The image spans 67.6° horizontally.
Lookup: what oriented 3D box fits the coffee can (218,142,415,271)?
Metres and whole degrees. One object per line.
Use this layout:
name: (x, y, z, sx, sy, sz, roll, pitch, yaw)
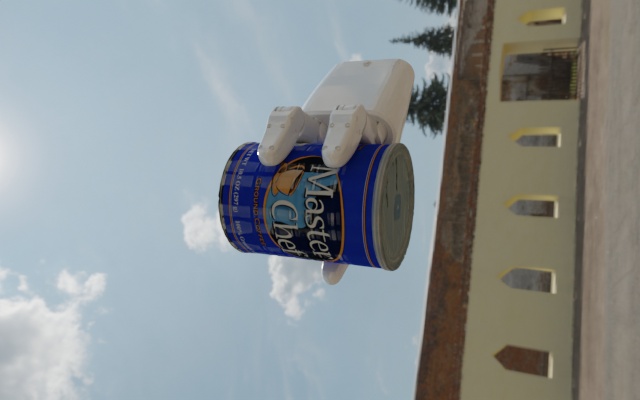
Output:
coffee can: (0.000, 0.002, 0.410, 0.140, 0.103, 0.103, 4, 1, 24)
